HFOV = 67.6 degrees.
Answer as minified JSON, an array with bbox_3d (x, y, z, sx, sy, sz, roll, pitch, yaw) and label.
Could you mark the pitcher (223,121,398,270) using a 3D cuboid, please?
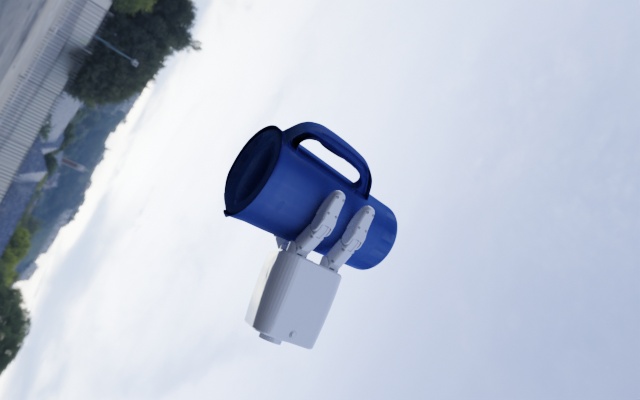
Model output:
[{"bbox_3d":[0.000,0.002,0.669,0.243,0.145,0.149,29,-15,-31],"label":"pitcher"}]
